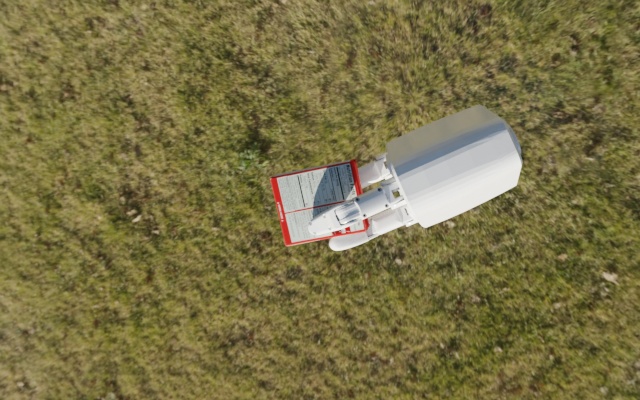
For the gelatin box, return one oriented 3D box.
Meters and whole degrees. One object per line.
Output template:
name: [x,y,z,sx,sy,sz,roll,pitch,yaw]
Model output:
gelatin box: [0.000,0.002,0.489,0.089,0.073,0.030,-11,9,9]
